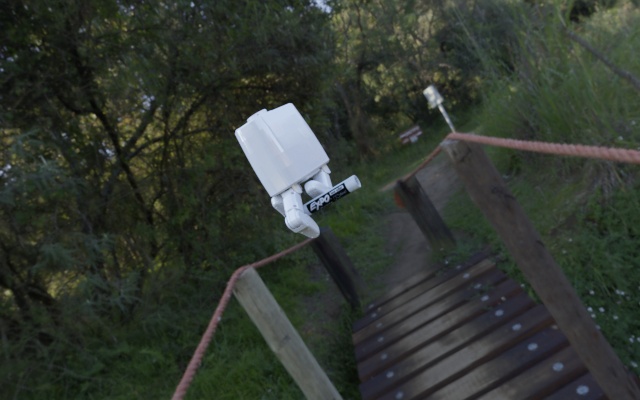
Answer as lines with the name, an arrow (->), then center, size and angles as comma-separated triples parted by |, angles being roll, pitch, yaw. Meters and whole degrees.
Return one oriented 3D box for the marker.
marker -> 0.000, 0.002, 0.657 | 0.121, 0.020, 0.020 | -30, -11, 21
